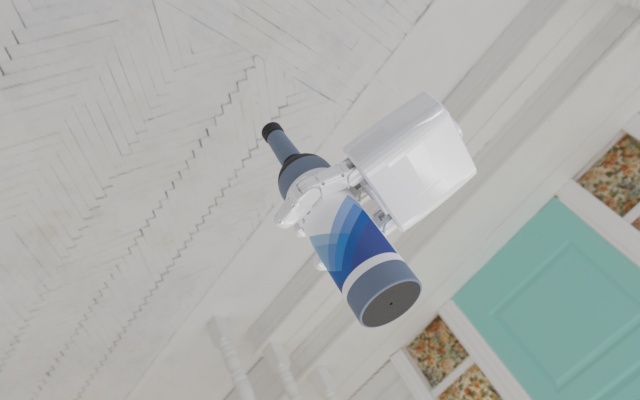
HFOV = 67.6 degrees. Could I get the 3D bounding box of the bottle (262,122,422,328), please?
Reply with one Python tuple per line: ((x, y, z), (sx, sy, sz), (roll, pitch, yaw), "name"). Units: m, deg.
((0.000, 0.002, 0.526), (0.069, 0.069, 0.295), (0, 39, -34), "bottle")
